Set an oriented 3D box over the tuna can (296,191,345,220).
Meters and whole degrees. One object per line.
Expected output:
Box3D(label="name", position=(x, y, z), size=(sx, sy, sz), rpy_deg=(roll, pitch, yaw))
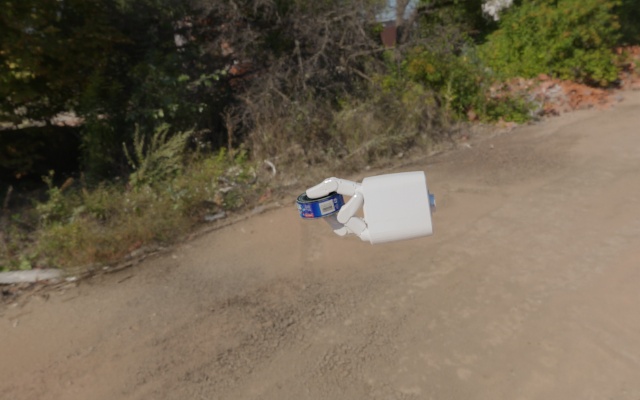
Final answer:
Box3D(label="tuna can", position=(0.000, 0.002, 0.866), size=(0.086, 0.034, 0.086), rpy_deg=(-14, 16, 4))
